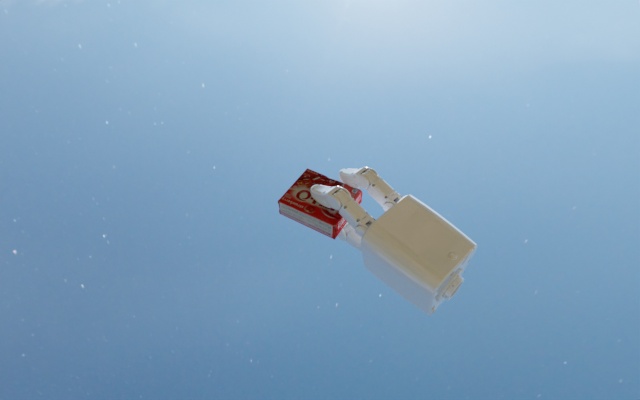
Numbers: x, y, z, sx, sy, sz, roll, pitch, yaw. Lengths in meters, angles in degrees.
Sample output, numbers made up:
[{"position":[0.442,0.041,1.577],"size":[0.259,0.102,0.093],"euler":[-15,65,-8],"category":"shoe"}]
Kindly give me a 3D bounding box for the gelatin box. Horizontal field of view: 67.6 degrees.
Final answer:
[{"position":[0.000,0.002,0.636],"size":[0.089,0.030,0.073],"euler":[23,52,21],"category":"gelatin box"}]
